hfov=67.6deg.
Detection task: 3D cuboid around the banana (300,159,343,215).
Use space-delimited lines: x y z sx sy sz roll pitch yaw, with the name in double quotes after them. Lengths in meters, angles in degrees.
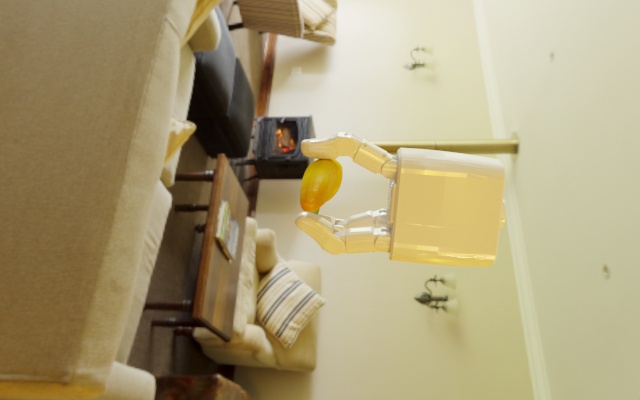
0.004 -0.016 0.533 0.037 0.069 0.198 10 -3 3 "banana"
